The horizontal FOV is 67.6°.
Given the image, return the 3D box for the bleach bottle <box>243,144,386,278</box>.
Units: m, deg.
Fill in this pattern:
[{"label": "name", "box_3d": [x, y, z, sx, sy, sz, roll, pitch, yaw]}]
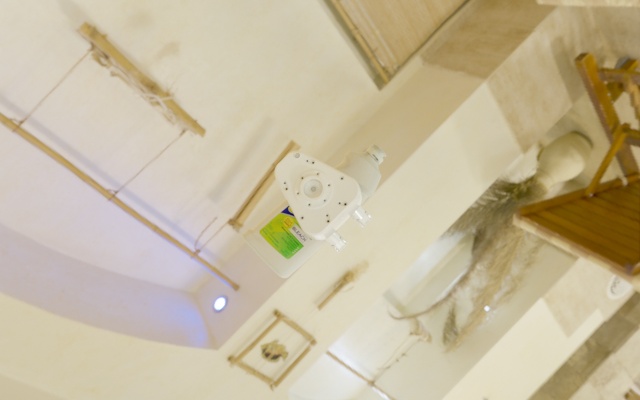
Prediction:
[{"label": "bleach bottle", "box_3d": [0.000, 0.003, 0.758, 0.102, 0.251, 0.068, 45, -1, 8]}]
